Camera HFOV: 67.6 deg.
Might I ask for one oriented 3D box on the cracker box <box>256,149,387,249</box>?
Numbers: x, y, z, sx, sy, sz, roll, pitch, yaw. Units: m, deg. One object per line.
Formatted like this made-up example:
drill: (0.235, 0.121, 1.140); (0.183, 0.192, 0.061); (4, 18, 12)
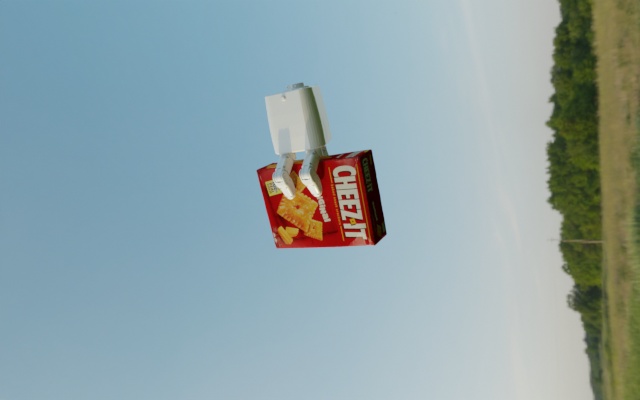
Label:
cracker box: (0.000, 0.003, 0.886); (0.214, 0.164, 0.072); (-5, 15, 29)
